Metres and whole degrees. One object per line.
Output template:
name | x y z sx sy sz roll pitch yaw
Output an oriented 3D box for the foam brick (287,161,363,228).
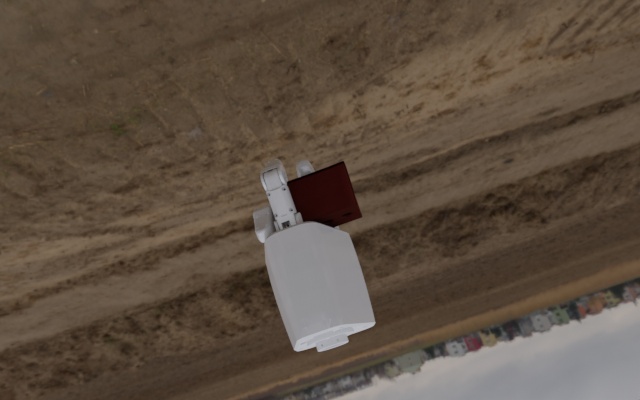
foam brick | 0.000 0.001 0.514 0.078 0.051 0.053 -20 -21 5
